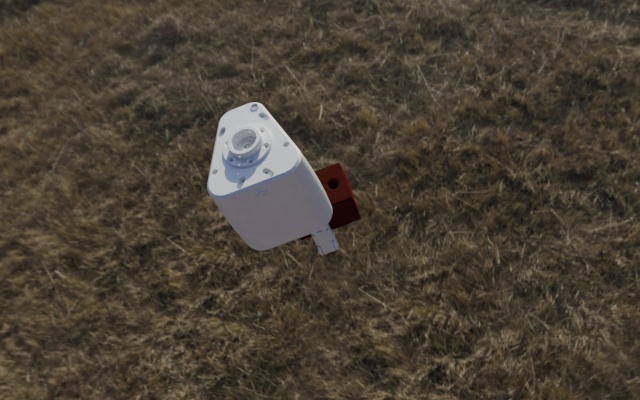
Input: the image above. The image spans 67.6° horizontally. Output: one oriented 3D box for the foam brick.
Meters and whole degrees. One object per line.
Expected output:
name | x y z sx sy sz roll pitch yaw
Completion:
foam brick | 0.000 0.002 0.552 0.078 0.053 0.051 -21 -35 4
